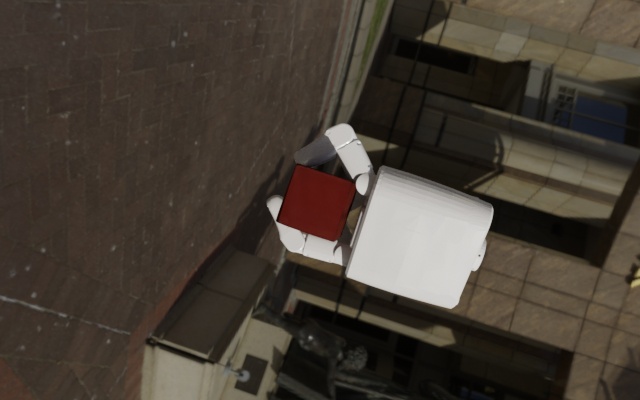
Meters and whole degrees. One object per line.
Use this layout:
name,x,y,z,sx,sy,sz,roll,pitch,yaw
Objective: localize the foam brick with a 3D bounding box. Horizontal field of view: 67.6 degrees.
foam brick,0.000,0.001,0.421,0.051,0.053,0.078,20,3,7
